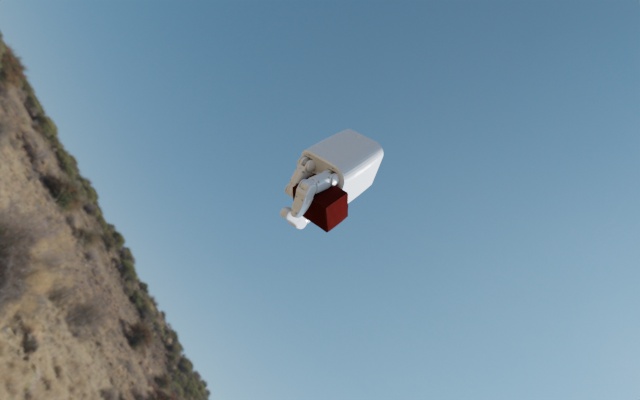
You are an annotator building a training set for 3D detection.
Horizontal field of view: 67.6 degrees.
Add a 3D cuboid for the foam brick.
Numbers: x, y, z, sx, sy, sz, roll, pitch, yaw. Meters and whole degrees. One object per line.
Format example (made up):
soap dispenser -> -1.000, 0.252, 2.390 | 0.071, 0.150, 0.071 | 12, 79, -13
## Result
foam brick -> 0.000, 0.003, 0.760 | 0.051, 0.053, 0.078 | -33, 49, -32
